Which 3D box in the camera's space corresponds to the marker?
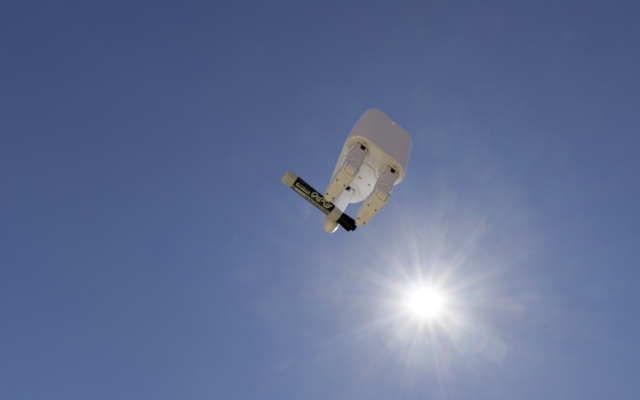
[{"bbox_3d":[0.000,0.002,0.645,0.121,0.020,0.020,38,-6,-8],"label":"marker"}]
